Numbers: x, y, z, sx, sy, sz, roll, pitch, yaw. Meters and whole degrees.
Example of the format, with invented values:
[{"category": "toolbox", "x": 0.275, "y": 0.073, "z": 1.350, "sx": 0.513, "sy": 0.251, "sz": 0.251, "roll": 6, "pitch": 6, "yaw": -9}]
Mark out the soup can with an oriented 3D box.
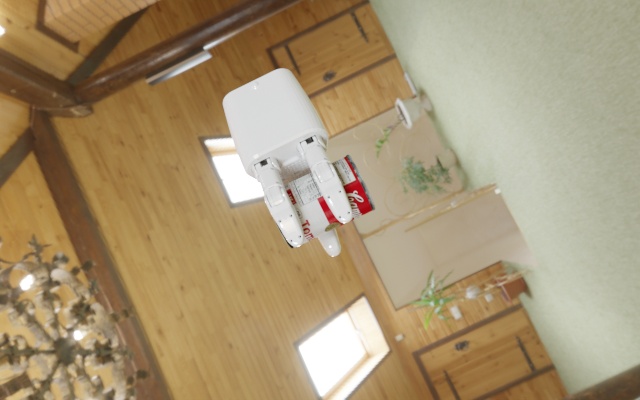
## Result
[{"category": "soup can", "x": 0.000, "y": 0.002, "z": 0.526, "sx": 0.102, "sy": 0.068, "sz": 0.068, "roll": -26, "pitch": -1, "yaw": 1}]
